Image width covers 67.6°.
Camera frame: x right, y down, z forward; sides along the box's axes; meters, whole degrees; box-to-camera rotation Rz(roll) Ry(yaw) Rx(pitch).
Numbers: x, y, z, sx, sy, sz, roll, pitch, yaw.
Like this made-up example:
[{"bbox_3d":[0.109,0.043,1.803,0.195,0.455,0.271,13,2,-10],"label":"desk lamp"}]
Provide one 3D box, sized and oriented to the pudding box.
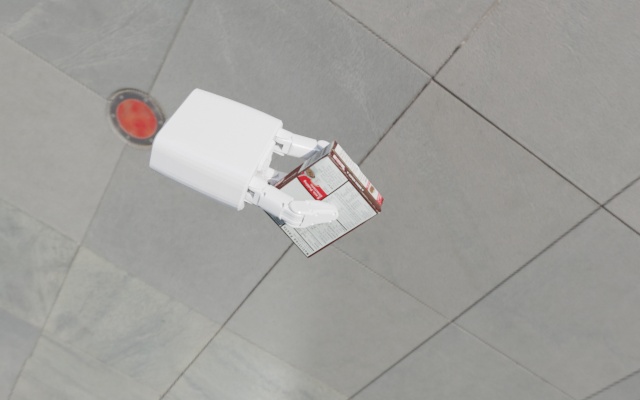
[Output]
[{"bbox_3d":[0.000,0.002,0.537,0.113,0.090,0.039,-34,16,29],"label":"pudding box"}]
